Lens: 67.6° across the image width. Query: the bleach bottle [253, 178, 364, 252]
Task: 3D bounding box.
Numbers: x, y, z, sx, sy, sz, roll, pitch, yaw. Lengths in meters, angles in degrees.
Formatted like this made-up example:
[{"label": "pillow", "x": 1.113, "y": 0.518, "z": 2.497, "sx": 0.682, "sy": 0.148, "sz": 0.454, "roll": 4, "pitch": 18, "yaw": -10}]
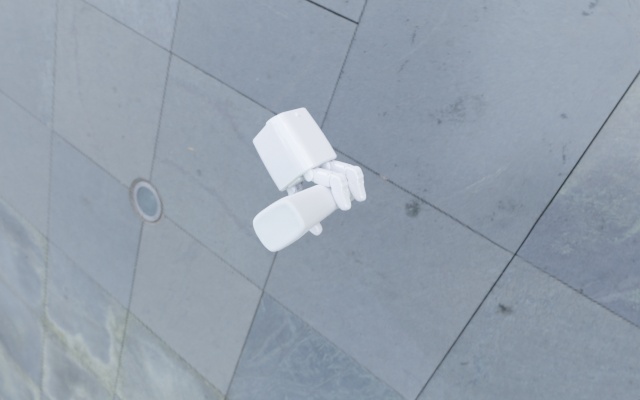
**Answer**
[{"label": "bleach bottle", "x": 0.000, "y": 0.003, "z": 0.830, "sx": 0.102, "sy": 0.068, "sz": 0.250, "roll": -34, "pitch": -3, "yaw": 37}]
